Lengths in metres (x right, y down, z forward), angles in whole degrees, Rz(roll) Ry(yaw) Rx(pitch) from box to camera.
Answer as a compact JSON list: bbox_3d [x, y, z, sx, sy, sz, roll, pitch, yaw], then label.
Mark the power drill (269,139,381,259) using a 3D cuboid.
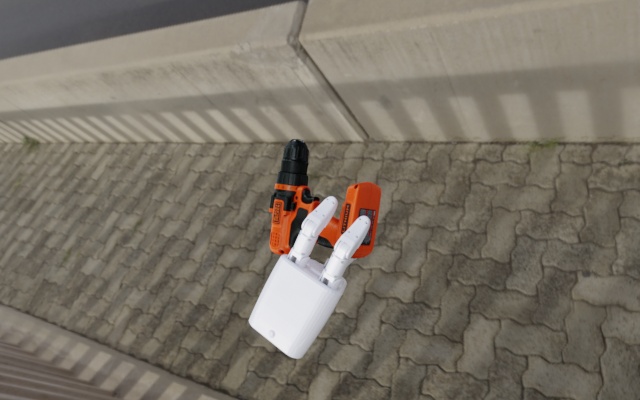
[{"bbox_3d":[0.000,0.003,0.708,0.057,0.184,0.187,4,4,-44],"label":"power drill"}]
